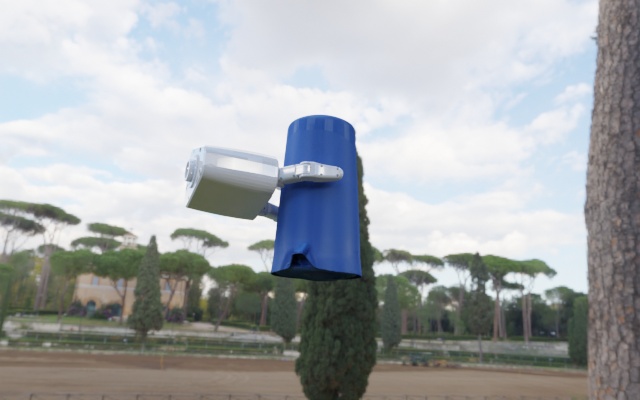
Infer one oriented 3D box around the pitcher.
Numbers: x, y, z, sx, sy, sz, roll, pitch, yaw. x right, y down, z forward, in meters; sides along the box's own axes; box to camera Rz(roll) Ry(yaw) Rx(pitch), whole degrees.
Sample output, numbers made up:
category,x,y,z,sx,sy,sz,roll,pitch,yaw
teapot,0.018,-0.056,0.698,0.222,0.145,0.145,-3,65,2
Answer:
category,x,y,z,sx,sy,sz,roll,pitch,yaw
pitcher,0.000,0.002,0.735,0.145,0.242,0.149,10,-17,-25
